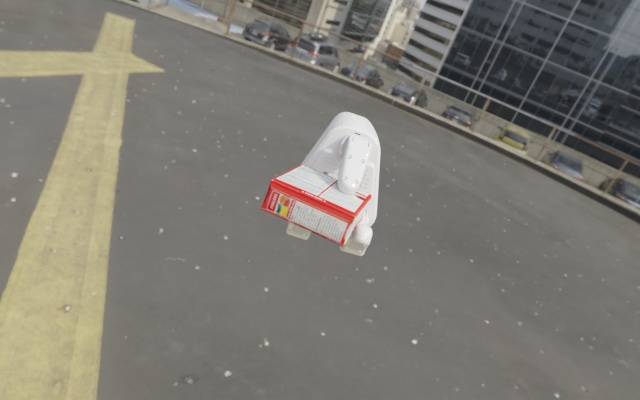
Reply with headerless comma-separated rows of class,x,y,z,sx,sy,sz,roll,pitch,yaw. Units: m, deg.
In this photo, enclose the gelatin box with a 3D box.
gelatin box,0.000,0.001,0.409,0.073,0.030,0.089,24,17,8
